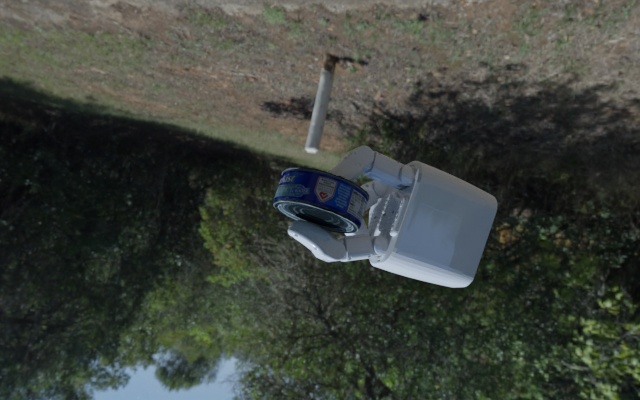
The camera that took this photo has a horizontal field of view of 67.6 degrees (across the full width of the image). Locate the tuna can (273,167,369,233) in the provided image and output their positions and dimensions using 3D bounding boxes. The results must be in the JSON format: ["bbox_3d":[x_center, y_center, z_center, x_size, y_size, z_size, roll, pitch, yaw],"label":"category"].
[{"bbox_3d":[0.000,0.002,0.446,0.086,0.033,0.086,16,-15,4],"label":"tuna can"}]
